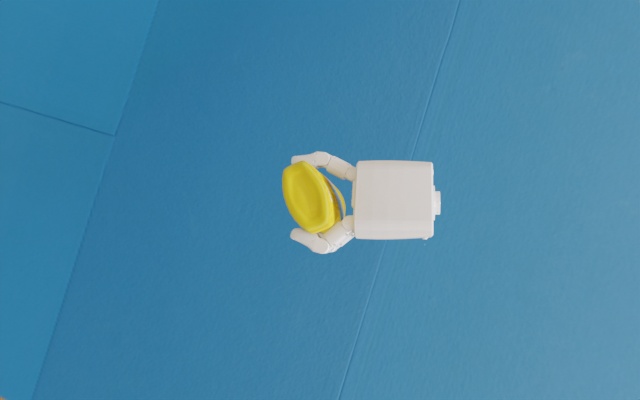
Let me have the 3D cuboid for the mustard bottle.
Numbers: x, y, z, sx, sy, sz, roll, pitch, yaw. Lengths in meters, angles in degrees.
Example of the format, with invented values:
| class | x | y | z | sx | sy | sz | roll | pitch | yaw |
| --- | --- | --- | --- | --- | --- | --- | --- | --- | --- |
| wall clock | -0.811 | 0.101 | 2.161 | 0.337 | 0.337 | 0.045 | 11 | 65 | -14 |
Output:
| class | x | y | z | sx | sy | sz | roll | pitch | yaw |
| --- | --- | --- | --- | --- | --- | --- | --- | --- | --- |
| mustard bottle | 0.000 | 0.002 | 0.713 | 0.058 | 0.096 | 0.191 | -25 | -10 | 9 |
